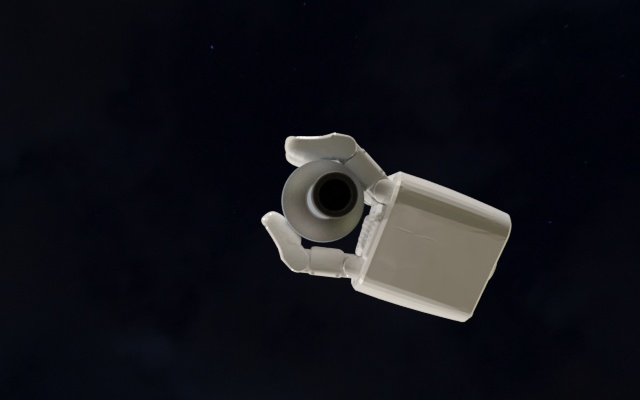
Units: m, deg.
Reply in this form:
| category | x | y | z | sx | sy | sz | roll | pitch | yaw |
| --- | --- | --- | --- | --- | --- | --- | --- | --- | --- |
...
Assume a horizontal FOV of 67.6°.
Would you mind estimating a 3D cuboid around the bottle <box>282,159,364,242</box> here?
| category | x | y | z | sx | sy | sz | roll | pitch | yaw |
| --- | --- | --- | --- | --- | --- | --- | --- | --- | --- |
| bottle | 0.000 | 0.001 | 0.420 | 0.069 | 0.069 | 0.296 | 0 | -2 | -3 |
